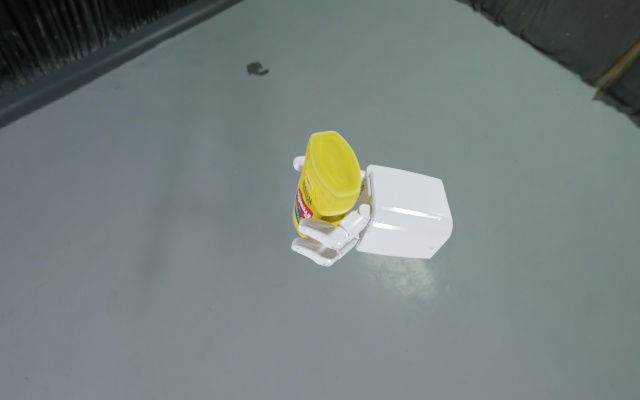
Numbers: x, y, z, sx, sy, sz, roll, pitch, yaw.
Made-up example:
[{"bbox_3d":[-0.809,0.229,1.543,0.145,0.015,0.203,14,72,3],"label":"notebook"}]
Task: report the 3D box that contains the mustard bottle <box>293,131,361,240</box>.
[{"bbox_3d":[0.000,0.002,0.632,0.058,0.096,0.192,-12,-27,-19],"label":"mustard bottle"}]
